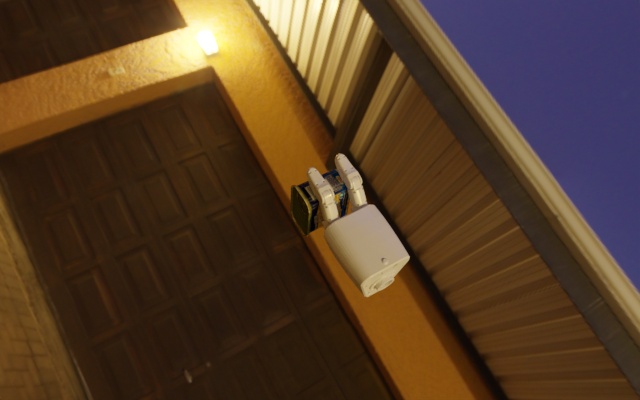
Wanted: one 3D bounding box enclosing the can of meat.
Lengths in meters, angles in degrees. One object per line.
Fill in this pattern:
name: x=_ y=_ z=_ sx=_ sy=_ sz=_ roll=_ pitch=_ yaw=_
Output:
can of meat: x=0.000 y=0.002 z=0.796 sx=0.084 sy=0.057 sz=0.102 roll=-25 pitch=-30 yaw=-20
